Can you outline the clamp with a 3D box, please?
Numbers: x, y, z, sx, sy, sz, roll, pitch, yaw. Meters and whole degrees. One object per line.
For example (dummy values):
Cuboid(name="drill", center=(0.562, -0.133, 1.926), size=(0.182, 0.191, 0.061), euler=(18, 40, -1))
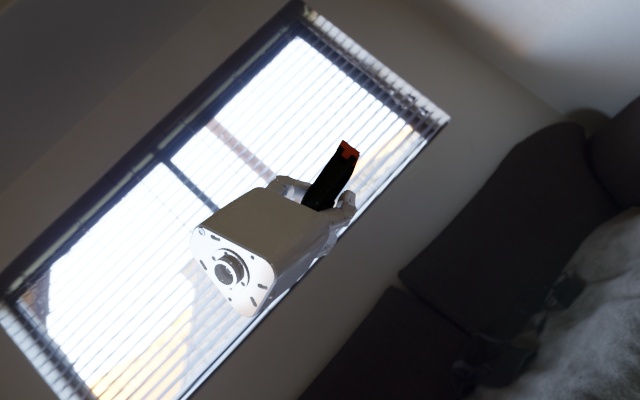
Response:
Cuboid(name="clamp", center=(0.000, 0.001, 0.622), size=(0.036, 0.210, 0.164), euler=(37, 36, 7))
